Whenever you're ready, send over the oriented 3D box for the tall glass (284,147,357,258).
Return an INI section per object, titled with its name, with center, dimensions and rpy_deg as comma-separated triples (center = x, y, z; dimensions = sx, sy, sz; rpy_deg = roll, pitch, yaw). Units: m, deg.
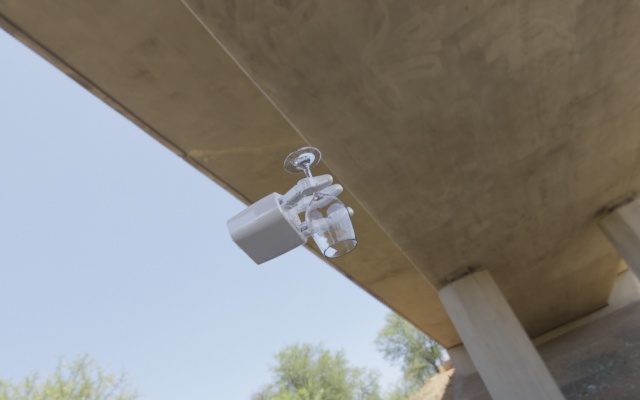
[tall glass]
center = 0.000, 0.002, 0.857
dimensions = 0.079, 0.201, 0.079
rpy_deg = -18, -30, -11
